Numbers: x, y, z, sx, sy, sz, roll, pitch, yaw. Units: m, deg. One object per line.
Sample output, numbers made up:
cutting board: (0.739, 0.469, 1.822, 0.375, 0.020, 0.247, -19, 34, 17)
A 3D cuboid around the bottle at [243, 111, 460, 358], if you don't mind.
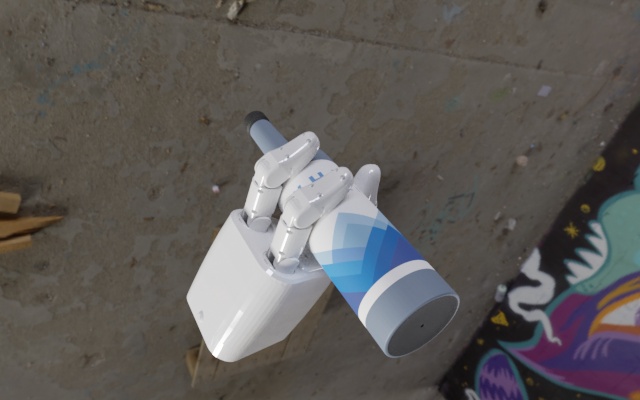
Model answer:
bottle: (0.000, 0.001, 0.430, 0.069, 0.069, 0.295, 0, 37, -38)
